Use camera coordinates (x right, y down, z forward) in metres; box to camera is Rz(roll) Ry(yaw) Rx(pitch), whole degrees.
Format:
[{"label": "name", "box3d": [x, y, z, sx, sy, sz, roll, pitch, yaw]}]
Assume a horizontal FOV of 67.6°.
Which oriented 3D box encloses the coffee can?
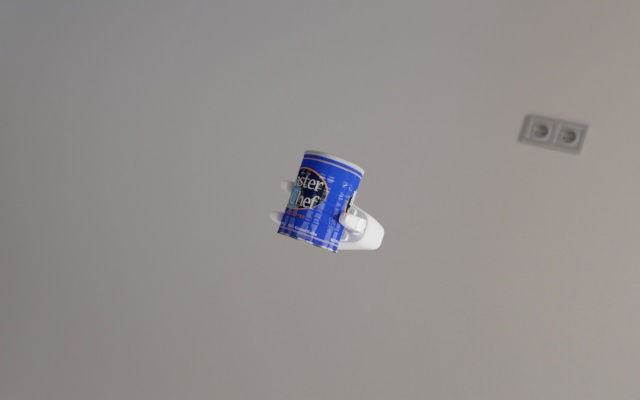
[{"label": "coffee can", "box3d": [0.000, 0.002, 0.771, 0.103, 0.140, 0.103, 19, -5, 2]}]
